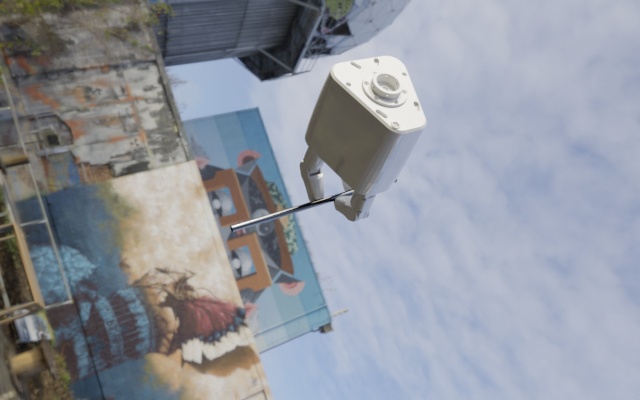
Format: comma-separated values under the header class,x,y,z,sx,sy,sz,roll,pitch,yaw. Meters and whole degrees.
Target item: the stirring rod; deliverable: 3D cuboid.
class,x,y,z,sx,sy,sz,roll,pitch,yaw
stirring rod,0.000,0.002,0.608,0.239,0.011,0.011,-17,7,-26
